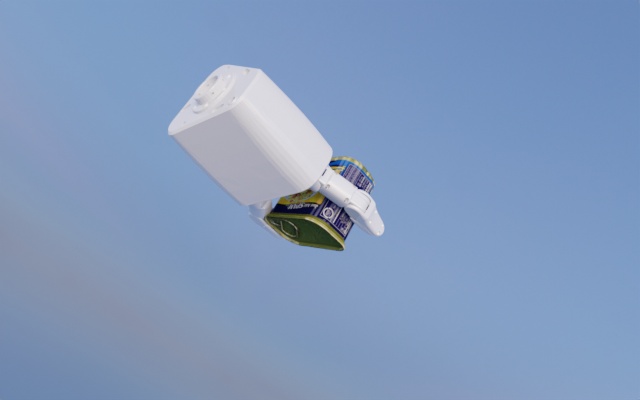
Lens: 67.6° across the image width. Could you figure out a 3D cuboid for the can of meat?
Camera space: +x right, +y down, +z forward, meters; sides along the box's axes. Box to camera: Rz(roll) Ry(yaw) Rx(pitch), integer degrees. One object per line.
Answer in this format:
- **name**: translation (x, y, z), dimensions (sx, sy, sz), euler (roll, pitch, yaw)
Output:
- **can of meat**: translation (0.000, 0.001, 0.516), dimensions (0.102, 0.084, 0.057), euler (1, -36, 51)
